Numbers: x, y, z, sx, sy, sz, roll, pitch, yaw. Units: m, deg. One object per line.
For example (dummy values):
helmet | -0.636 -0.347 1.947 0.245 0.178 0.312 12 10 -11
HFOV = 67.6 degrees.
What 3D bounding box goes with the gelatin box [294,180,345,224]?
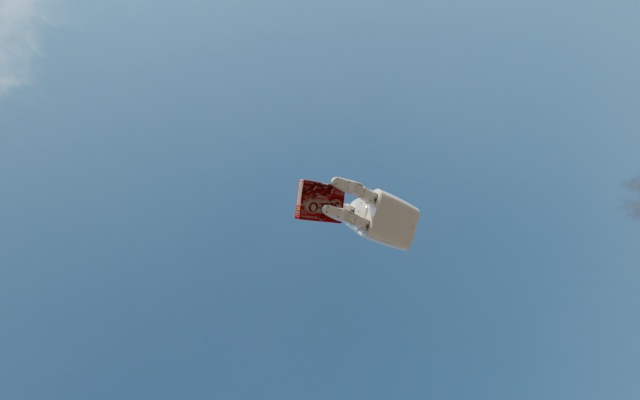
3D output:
gelatin box | 0.000 0.003 0.889 0.089 0.073 0.030 8 -1 -23
